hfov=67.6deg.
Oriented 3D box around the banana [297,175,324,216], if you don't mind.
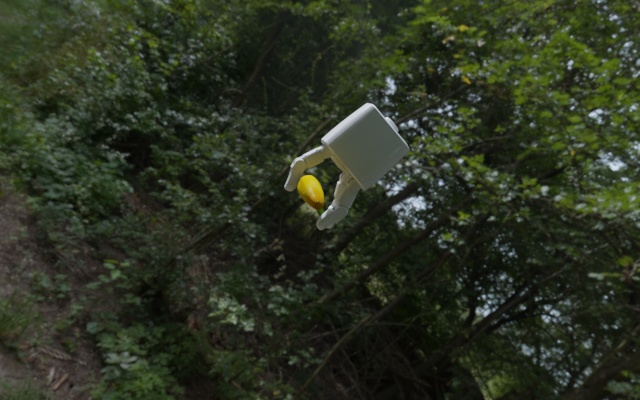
[{"bbox_3d":[-0.011,-0.012,0.794,0.037,0.069,0.198,-38,-5,0],"label":"banana"}]
